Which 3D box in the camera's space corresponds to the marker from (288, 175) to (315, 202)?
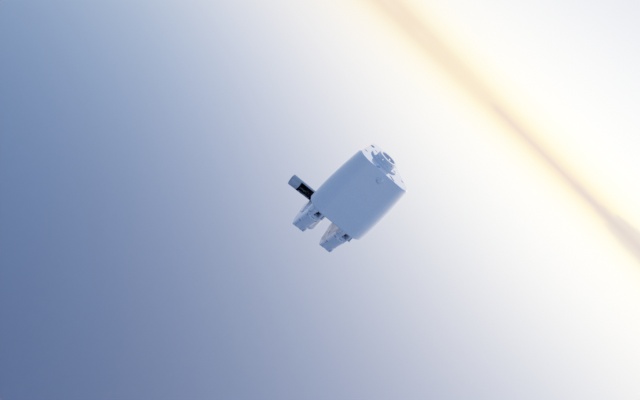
[{"bbox_3d":[0.000,0.003,0.762,0.121,0.020,0.020,38,-11,-14],"label":"marker"}]
